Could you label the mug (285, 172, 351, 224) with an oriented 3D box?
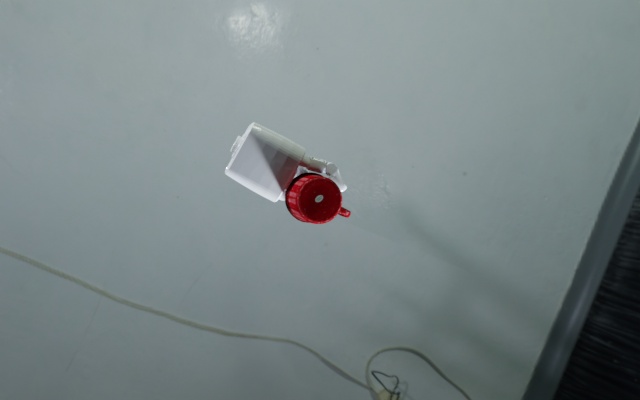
[{"bbox_3d":[0.001,0.003,0.838,0.117,0.093,0.081,27,-3,-14],"label":"mug"}]
